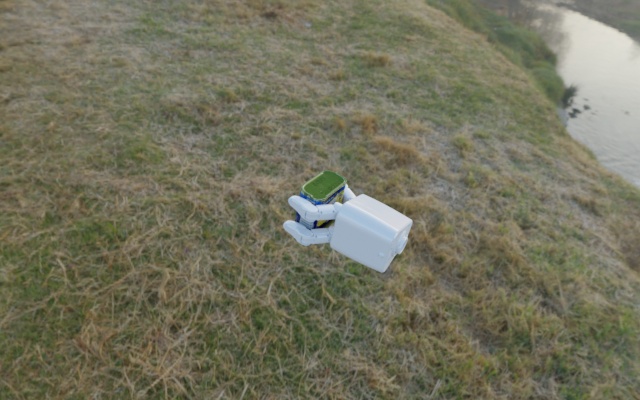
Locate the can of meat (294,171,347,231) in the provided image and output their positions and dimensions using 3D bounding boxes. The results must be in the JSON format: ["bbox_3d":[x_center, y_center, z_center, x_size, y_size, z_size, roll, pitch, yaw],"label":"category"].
[{"bbox_3d":[0.000,0.003,0.869,0.057,0.084,0.102,29,40,21],"label":"can of meat"}]
